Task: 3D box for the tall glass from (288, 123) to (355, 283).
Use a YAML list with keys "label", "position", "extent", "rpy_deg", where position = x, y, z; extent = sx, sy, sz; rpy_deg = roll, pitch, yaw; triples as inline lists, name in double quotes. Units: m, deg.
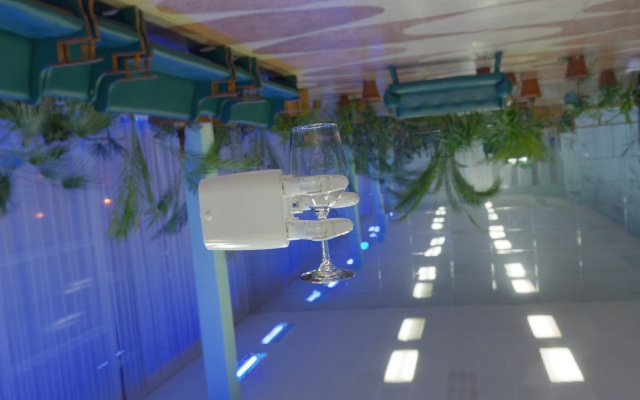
- label: "tall glass"
  position: [0.000, 0.003, 0.631]
  extent: [0.079, 0.201, 0.079]
  rpy_deg: [-5, 4, 0]
